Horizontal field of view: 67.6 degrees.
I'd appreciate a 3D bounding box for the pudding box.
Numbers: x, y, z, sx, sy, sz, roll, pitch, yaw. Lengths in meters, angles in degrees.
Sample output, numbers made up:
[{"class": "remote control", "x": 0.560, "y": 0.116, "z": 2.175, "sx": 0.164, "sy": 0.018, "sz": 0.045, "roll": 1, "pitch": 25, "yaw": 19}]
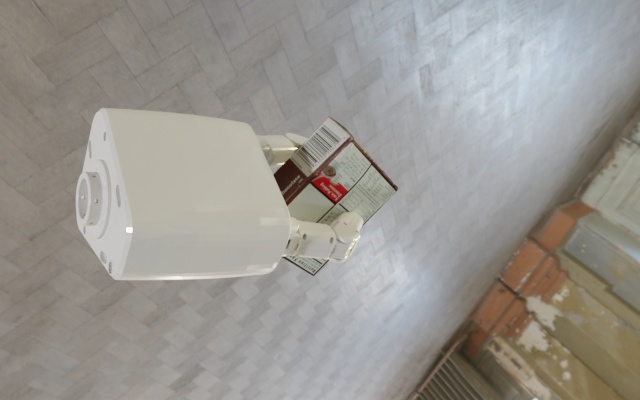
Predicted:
[{"class": "pudding box", "x": 0.000, "y": 0.001, "z": 0.401, "sx": 0.090, "sy": 0.113, "sz": 0.039, "roll": 40, "pitch": 7, "yaw": -48}]
